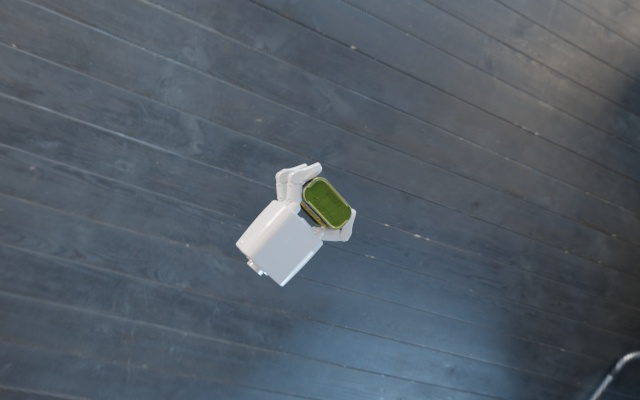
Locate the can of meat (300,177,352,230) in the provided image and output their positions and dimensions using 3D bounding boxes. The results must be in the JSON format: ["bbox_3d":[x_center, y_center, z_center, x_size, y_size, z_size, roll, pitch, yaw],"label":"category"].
[{"bbox_3d":[0.000,0.003,0.844,0.102,0.057,0.084,47,-10,-16],"label":"can of meat"}]
